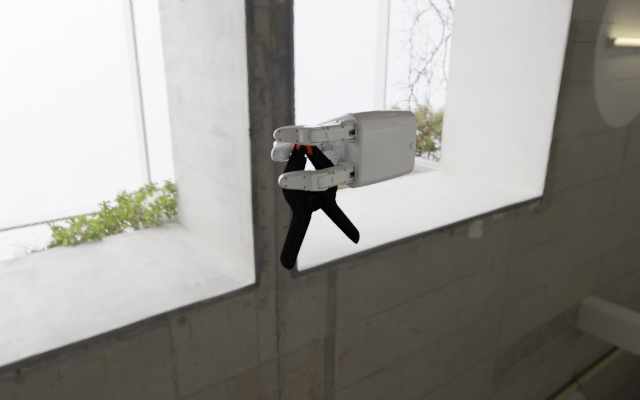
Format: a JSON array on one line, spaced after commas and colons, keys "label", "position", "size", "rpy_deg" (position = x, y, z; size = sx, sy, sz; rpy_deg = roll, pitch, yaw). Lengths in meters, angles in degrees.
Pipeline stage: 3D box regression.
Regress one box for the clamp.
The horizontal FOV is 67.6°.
[{"label": "clamp", "position": [0.000, 0.002, 0.637], "size": [0.120, 0.171, 0.039], "rpy_deg": [-12, 21, -32]}]
